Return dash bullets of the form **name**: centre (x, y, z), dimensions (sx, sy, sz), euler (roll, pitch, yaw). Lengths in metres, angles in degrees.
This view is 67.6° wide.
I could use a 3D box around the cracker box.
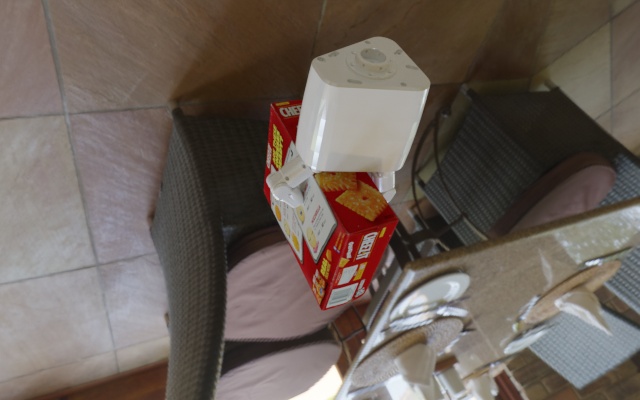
- **cracker box**: centre (0.000, 0.002, 0.598), dimensions (0.072, 0.213, 0.164), euler (-14, -37, -22)
